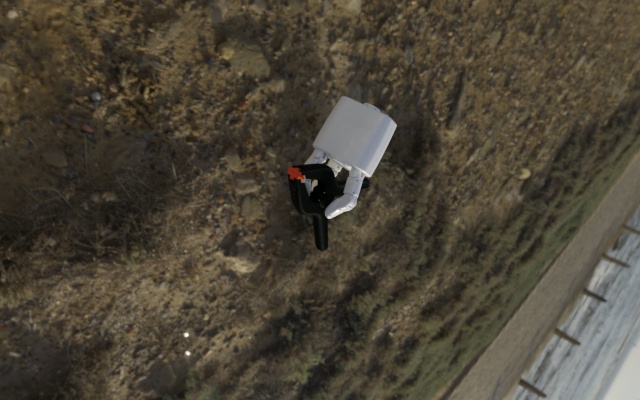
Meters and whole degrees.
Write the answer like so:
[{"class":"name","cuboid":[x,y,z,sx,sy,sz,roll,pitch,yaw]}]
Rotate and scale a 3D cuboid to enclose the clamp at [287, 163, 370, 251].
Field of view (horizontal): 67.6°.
[{"class":"clamp","cuboid":[0.001,0.003,0.848,0.036,0.164,0.210,30,1,36]}]
